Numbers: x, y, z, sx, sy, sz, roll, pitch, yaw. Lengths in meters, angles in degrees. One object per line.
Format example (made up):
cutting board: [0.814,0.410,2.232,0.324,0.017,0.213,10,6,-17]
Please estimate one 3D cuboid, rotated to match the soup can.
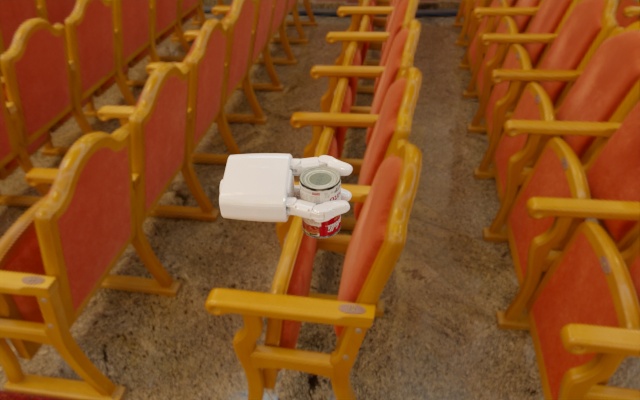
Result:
soup can: [0.001,0.002,0.788,0.068,0.102,0.068,-1,38,1]
